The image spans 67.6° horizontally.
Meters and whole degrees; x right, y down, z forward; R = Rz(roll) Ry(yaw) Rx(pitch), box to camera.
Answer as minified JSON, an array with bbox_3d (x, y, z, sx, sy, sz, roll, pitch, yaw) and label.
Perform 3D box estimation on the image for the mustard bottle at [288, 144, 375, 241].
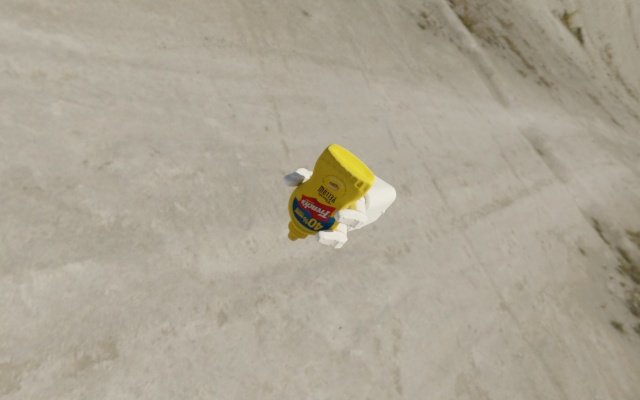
[{"bbox_3d":[0.000,0.003,0.808,0.096,0.192,0.058,38,31,-1],"label":"mustard bottle"}]
